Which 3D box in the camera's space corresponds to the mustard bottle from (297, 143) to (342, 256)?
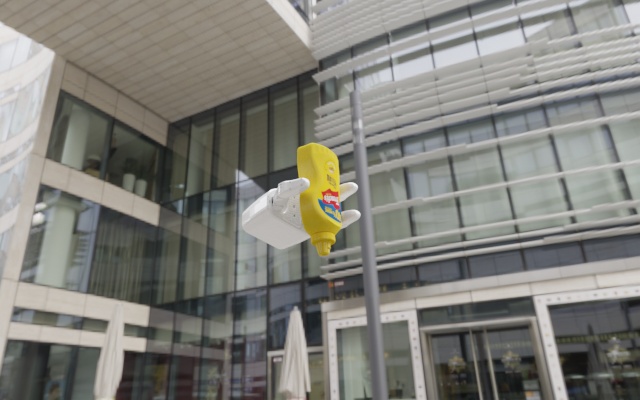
[{"bbox_3d":[0.000,0.002,0.829,0.058,0.191,0.096,-15,-27,26],"label":"mustard bottle"}]
